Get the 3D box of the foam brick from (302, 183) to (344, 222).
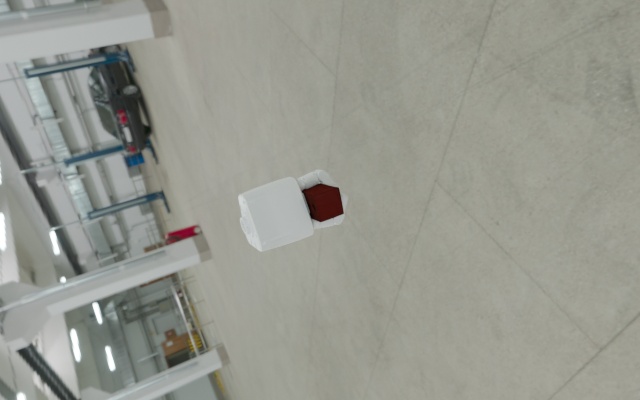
[{"bbox_3d":[0.000,0.003,0.881,0.051,0.053,0.078,-19,15,-22],"label":"foam brick"}]
